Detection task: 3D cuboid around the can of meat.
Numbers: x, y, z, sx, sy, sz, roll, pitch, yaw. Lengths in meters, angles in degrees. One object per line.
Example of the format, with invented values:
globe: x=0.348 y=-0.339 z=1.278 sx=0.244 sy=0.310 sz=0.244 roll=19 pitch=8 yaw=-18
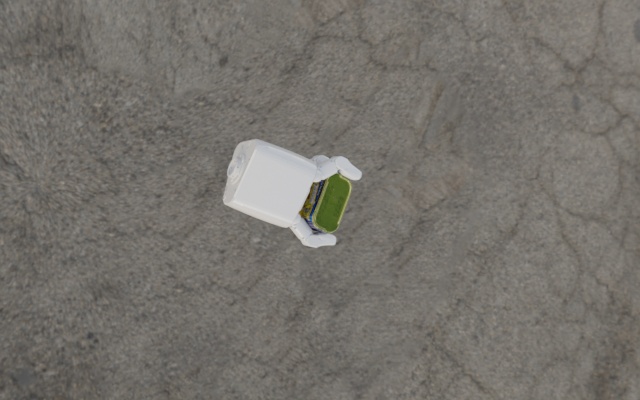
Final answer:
can of meat: x=0.000 y=0.003 z=0.800 sx=0.057 sy=0.102 sz=0.084 roll=25 pitch=-11 yaw=-28
